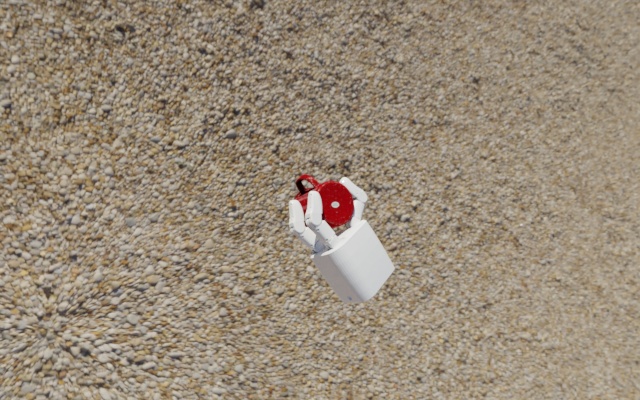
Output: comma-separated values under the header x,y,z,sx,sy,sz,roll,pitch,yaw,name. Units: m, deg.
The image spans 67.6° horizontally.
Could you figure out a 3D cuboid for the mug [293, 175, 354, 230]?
x,y,z,sx,sy,sz,roll,pitch,yaw,name
-0.001,0.002,0.854,0.093,0.117,0.081,-38,8,-31,mug
